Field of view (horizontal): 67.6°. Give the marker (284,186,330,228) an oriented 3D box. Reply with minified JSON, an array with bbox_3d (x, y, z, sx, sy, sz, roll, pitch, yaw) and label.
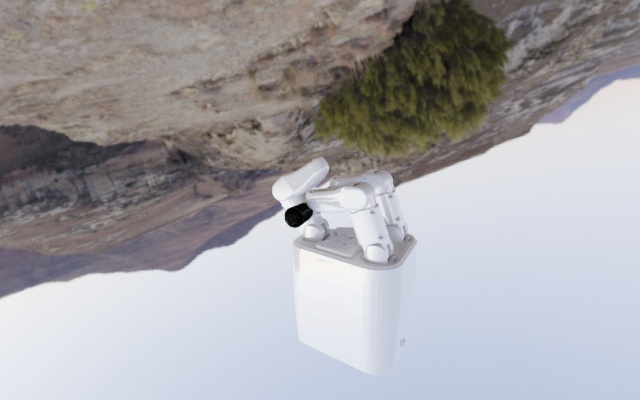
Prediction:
[{"bbox_3d":[0.000,0.001,0.451,0.020,0.020,0.121,0,14,25],"label":"marker"}]
